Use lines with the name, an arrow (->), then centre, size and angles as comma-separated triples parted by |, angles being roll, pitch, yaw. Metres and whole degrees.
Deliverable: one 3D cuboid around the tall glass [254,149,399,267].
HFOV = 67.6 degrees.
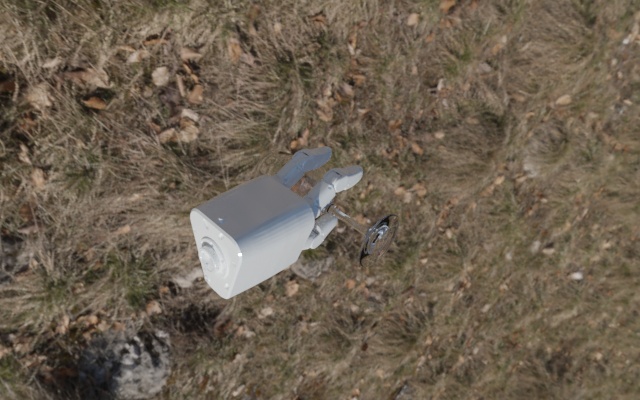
tall glass -> 0.001, 0.002, 0.623 | 0.201, 0.079, 0.079 | 34, 19, 31
